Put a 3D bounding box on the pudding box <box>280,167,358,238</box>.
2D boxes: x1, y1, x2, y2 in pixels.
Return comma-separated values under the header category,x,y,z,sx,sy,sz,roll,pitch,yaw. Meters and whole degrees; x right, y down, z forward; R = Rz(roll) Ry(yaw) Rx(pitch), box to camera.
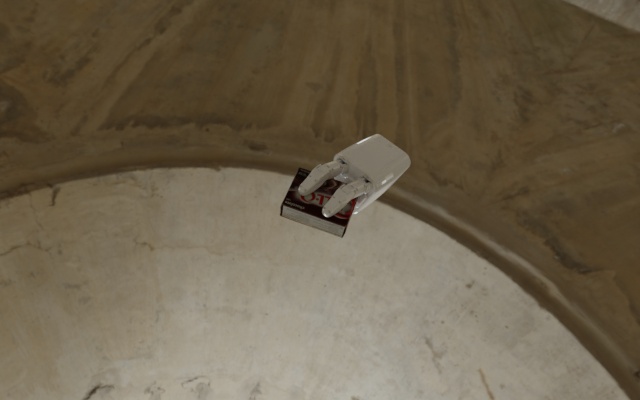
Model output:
category,x,y,z,sx,sy,sz,roll,pitch,yaw
pudding box,0.000,0.003,0.792,0.113,0.090,0.039,18,-42,5
